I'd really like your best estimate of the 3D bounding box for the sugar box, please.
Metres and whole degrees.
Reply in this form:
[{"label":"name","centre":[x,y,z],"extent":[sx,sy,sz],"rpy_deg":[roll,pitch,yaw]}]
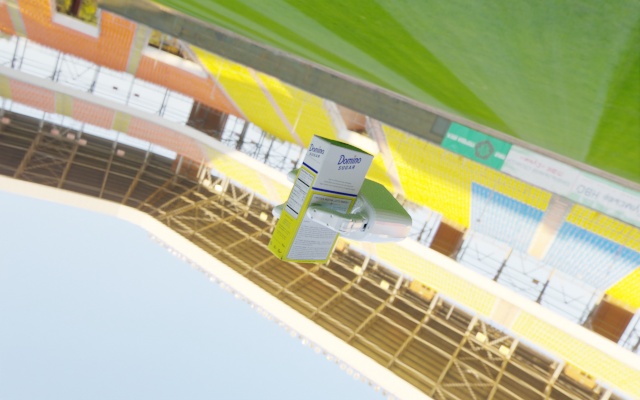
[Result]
[{"label":"sugar box","centre":[0.000,0.002,0.670],"extent":[0.093,0.176,0.048],"rpy_deg":[10,17,-45]}]
